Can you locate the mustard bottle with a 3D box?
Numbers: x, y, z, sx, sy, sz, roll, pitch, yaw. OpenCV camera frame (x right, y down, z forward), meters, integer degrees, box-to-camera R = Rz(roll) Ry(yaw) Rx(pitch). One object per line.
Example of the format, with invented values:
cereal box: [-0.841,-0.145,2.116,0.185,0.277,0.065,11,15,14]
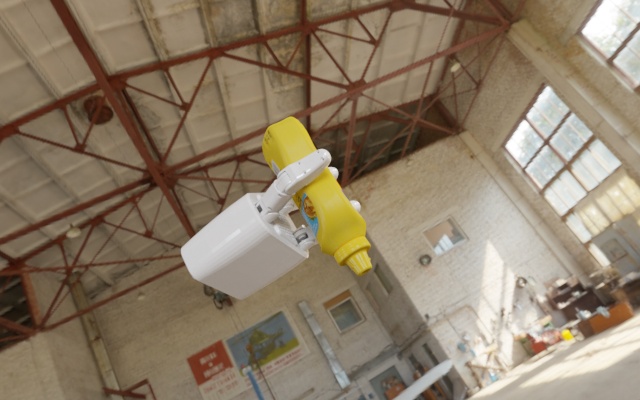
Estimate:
mustard bottle: [0.000,0.001,0.546,0.058,0.191,0.096,-27,-23,-13]
